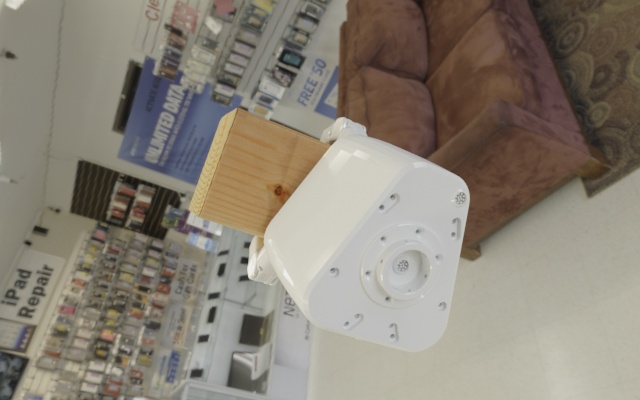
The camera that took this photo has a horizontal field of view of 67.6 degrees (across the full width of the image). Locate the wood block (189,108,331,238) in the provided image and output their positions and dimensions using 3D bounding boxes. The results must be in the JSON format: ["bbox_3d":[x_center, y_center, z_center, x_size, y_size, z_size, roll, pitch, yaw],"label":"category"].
[{"bbox_3d":[0.000,0.001,0.430,0.206,0.091,0.090,20,-4,-20],"label":"wood block"}]
